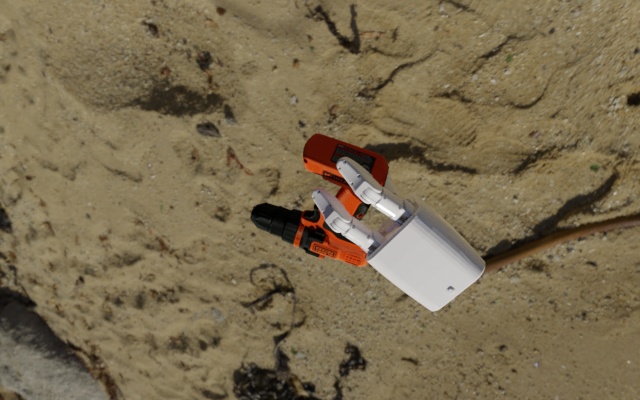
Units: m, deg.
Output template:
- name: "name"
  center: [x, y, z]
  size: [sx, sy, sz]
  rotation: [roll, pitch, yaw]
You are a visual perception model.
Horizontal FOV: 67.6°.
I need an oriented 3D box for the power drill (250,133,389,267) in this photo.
- name: "power drill"
  center: [0.000, 0.002, 0.637]
  size: [0.184, 0.057, 0.188]
  rotation: [18, -41, 2]
